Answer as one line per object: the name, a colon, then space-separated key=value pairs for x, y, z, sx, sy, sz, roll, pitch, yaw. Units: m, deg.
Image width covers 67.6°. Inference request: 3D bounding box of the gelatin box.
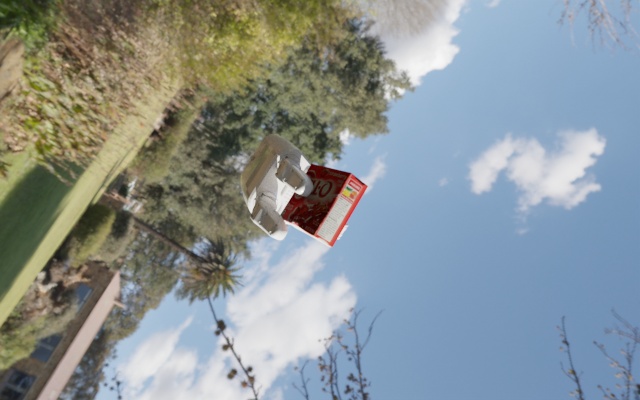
gelatin box: x=0.001 y=0.002 z=0.506 sx=0.030 sy=0.073 sz=0.089 roll=34 pitch=-6 yaw=-30
